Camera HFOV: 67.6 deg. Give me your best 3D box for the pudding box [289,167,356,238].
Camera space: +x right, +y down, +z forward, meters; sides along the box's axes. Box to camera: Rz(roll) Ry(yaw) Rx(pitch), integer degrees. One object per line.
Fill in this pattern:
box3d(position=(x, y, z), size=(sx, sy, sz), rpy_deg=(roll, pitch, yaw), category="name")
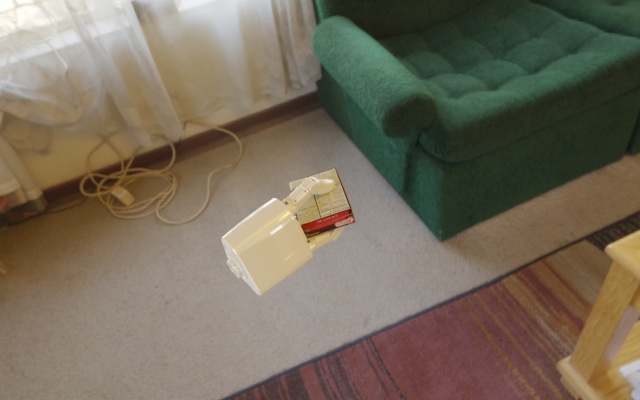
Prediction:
box3d(position=(0.000, 0.003, 0.794), size=(0.090, 0.113, 0.039), rpy_deg=(-17, -45, 0), category="pudding box")
